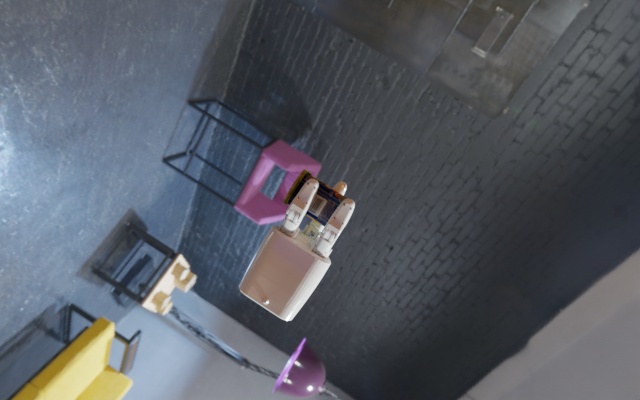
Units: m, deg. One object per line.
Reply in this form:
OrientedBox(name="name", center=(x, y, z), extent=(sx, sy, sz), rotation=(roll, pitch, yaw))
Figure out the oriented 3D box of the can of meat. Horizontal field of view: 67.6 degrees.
OrientedBox(name="can of meat", center=(0.000, 0.002, 0.695), extent=(0.084, 0.057, 0.102), rotation=(33, 2, 4))
